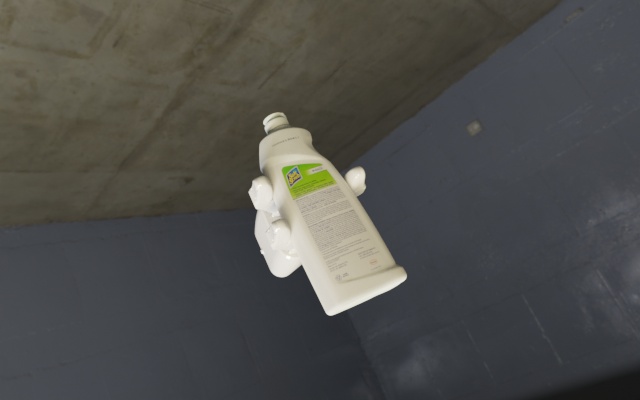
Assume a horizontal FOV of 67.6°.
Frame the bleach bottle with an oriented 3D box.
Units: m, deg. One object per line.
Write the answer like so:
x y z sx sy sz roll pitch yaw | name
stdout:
0.000 0.002 0.573 0.102 0.250 0.068 -19 -18 -21 | bleach bottle
